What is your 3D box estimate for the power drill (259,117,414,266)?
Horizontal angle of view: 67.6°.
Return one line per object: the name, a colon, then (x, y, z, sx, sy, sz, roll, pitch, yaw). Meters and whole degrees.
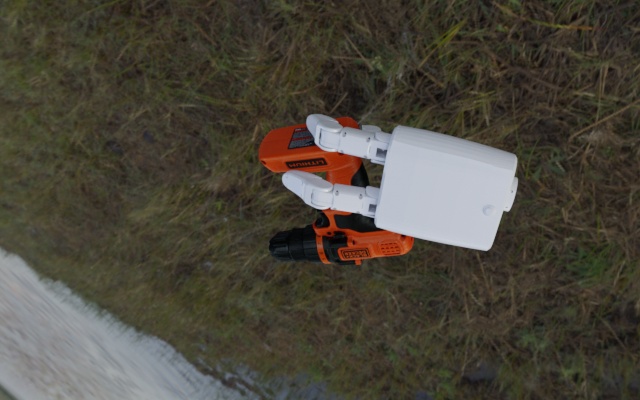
power drill: (0.000, 0.001, 0.545, 0.184, 0.057, 0.188, -8, -47, 18)
